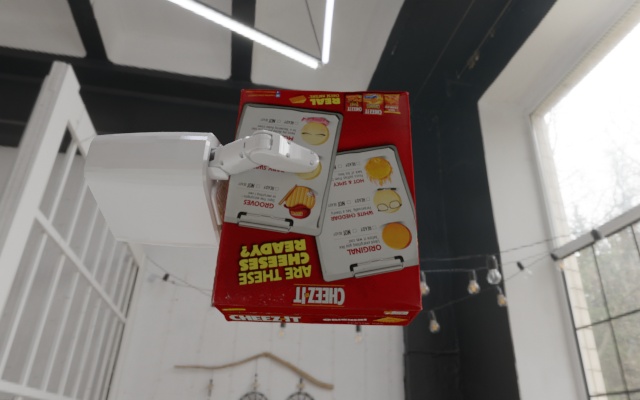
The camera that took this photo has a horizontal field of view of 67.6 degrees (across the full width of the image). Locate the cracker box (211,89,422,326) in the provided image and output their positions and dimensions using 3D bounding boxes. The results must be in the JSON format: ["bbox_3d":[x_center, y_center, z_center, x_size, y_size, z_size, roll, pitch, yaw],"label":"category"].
[{"bbox_3d":[0.000,0.001,0.438,0.164,0.213,0.072,1,-27,1],"label":"cracker box"}]
